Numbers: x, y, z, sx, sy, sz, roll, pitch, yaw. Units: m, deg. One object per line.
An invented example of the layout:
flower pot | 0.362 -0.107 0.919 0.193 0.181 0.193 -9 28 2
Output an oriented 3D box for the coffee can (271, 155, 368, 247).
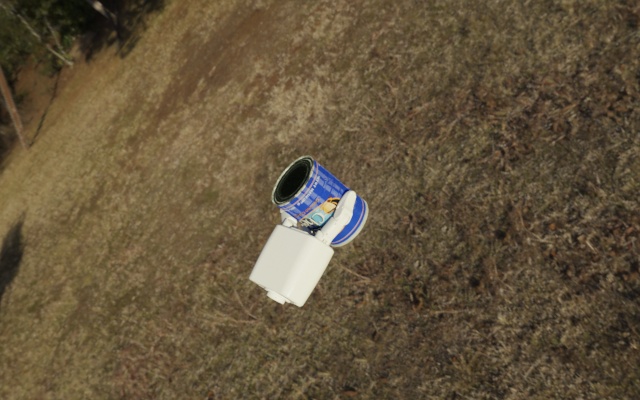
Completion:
coffee can | 0.000 0.003 0.837 0.140 0.102 0.103 38 -20 -28
